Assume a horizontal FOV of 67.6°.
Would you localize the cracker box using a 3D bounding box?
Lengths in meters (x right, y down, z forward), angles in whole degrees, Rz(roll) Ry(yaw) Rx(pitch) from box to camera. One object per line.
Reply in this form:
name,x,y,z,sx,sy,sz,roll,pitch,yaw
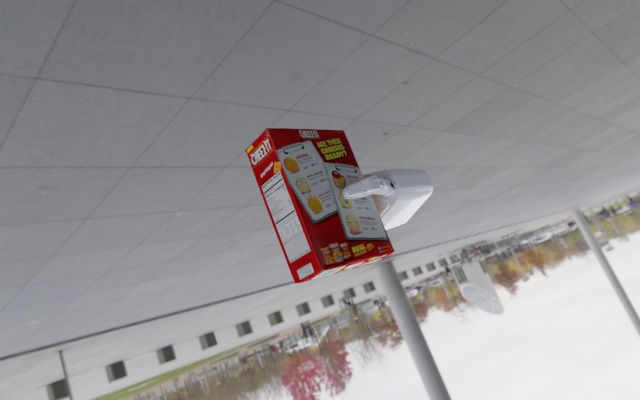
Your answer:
cracker box,0.000,0.002,0.707,0.164,0.213,0.072,-7,-21,-46
